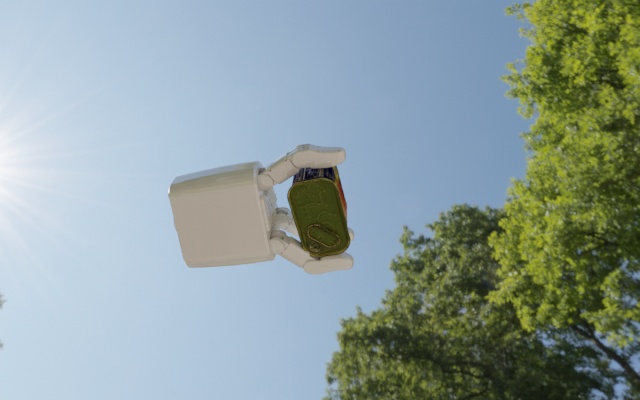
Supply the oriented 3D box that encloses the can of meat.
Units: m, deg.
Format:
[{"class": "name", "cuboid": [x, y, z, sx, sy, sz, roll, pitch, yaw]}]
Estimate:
[{"class": "can of meat", "cuboid": [0.000, 0.002, 0.571, 0.057, 0.102, 0.084, -11, 28, 8]}]
